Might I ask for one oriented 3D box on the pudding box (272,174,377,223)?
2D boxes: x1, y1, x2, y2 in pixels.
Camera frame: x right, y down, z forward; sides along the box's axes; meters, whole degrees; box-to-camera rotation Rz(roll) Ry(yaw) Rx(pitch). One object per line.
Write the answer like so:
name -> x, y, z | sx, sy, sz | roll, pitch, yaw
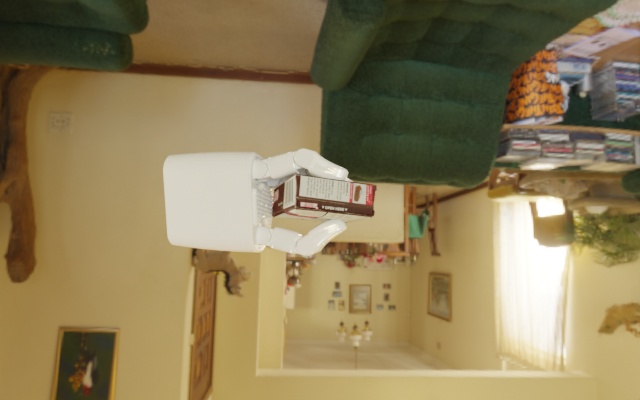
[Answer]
pudding box -> 0.000, 0.002, 0.536 | 0.090, 0.039, 0.113 | 6, -7, -17
